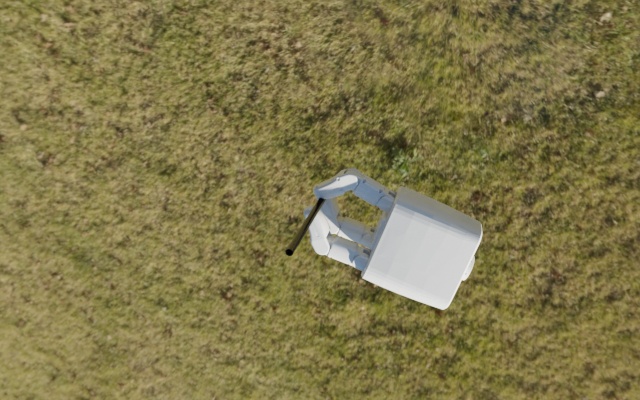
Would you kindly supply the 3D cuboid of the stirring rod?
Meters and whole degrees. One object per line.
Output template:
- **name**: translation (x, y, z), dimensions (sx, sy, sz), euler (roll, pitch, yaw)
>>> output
- **stirring rod**: translation (0.000, 0.002, 0.568), dimensions (0.011, 0.011, 0.239), euler (0, 24, 16)
